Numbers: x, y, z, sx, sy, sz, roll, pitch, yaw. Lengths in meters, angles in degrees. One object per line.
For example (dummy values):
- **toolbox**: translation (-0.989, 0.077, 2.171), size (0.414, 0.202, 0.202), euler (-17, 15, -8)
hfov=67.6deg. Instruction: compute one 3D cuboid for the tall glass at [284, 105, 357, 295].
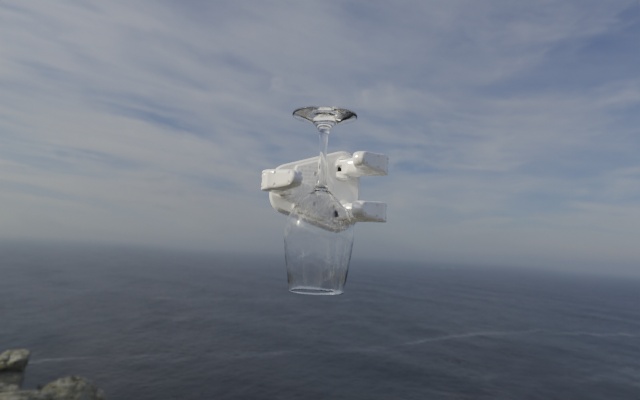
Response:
- **tall glass**: translation (0.000, 0.001, 0.535), size (0.079, 0.201, 0.079), euler (3, -5, 0)
